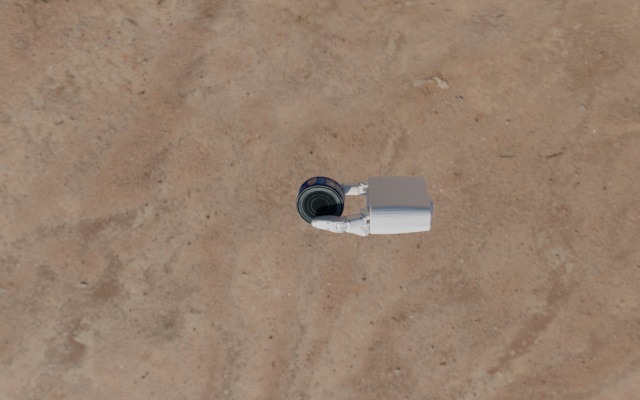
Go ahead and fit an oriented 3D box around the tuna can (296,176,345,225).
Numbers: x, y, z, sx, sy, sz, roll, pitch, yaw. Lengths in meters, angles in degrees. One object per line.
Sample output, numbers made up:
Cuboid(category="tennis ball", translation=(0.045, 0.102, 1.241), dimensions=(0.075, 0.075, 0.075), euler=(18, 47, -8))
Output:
Cuboid(category="tuna can", translation=(0.000, 0.003, 0.842), dimensions=(0.086, 0.086, 0.033), euler=(0, 29, 6))
